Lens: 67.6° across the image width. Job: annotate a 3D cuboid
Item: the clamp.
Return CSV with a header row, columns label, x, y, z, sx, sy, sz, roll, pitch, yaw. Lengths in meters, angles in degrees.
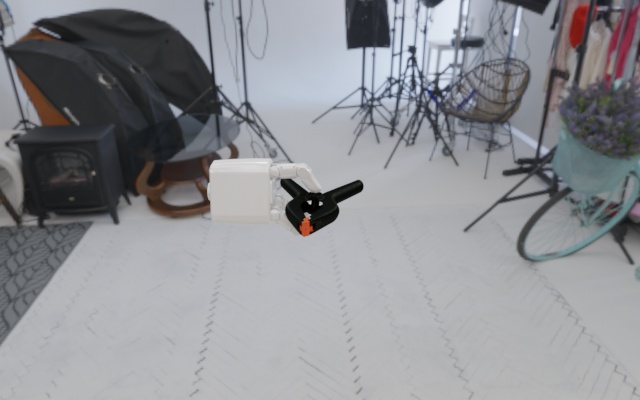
label,x,y,z,sx,sy,sz,roll,pitch,yaw
clamp,0.000,0.002,0.862,0.164,0.036,0.210,0,25,2
